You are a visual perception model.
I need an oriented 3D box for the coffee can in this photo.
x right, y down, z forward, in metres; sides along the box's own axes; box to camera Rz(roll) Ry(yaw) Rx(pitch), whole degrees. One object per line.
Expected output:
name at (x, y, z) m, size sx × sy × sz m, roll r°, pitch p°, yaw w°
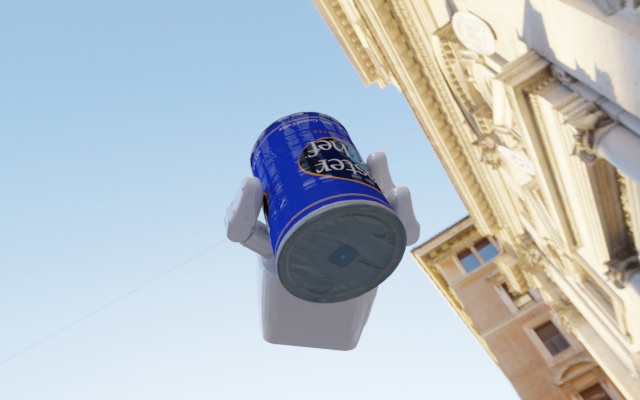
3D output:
coffee can at (0.000, 0.001, 0.412) m, size 0.103 × 0.103 × 0.140 m, roll 0°, pitch 37°, yaw -19°
